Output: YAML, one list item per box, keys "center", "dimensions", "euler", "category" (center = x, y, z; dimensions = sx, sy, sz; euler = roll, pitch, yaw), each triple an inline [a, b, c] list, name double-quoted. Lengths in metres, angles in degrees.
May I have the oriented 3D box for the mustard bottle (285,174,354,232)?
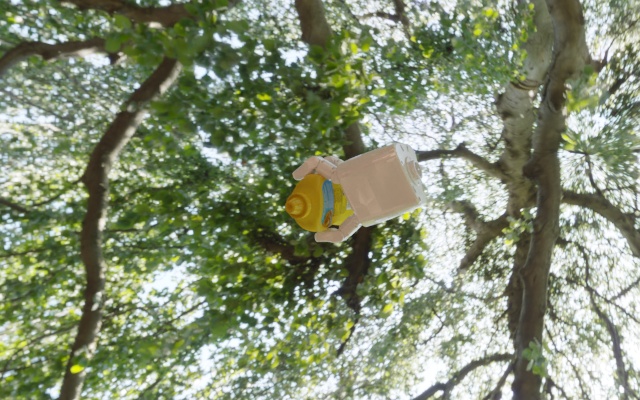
- center: [0.000, 0.003, 0.809]
  dimensions: [0.058, 0.096, 0.191]
  euler: [7, 8, 28]
  category: "mustard bottle"
